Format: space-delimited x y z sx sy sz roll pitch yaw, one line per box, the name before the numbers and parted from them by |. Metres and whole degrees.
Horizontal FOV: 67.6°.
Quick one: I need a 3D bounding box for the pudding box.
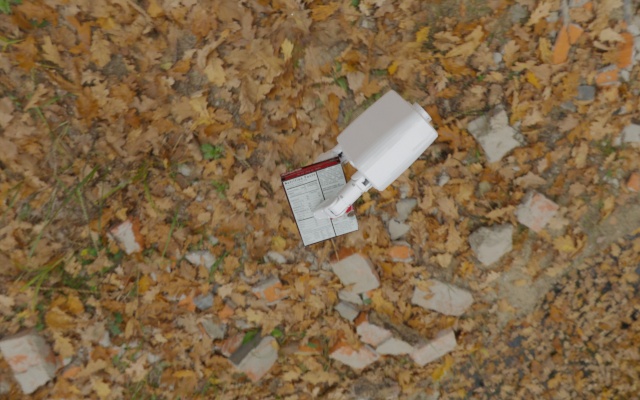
pudding box | 0.000 0.002 0.692 0.090 0.113 0.039 -17 20 1
